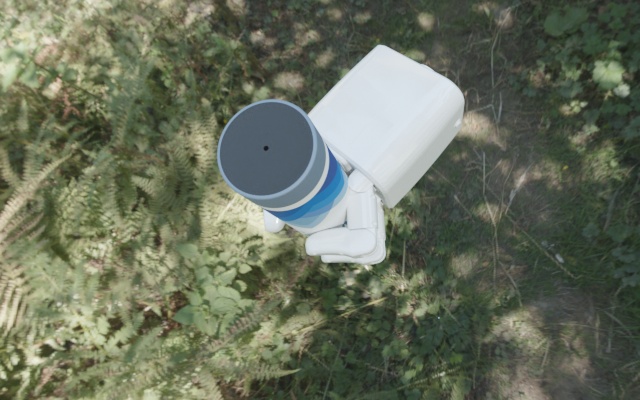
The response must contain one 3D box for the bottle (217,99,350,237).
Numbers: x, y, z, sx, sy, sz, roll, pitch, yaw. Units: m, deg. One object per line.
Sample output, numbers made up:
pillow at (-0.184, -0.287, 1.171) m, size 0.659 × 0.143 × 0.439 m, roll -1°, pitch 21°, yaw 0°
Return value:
bottle at (0.000, 0.001, 0.436) m, size 0.069 × 0.069 × 0.296 m, roll 0°, pitch -13°, yaw 14°
